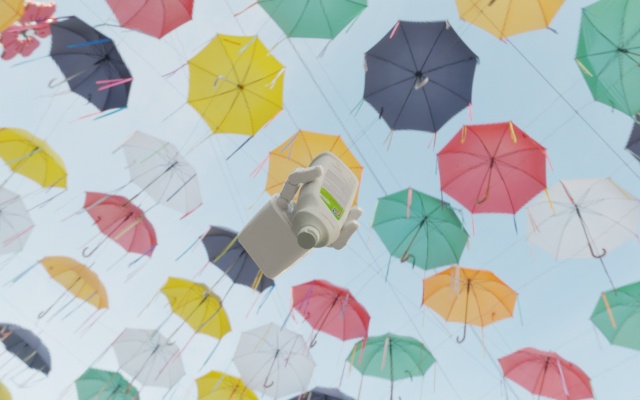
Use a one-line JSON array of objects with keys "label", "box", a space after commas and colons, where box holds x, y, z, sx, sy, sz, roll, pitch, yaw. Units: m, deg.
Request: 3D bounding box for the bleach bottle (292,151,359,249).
[{"label": "bleach bottle", "box": [0.000, 0.003, 0.796, 0.068, 0.102, 0.250, -44, 8, 26]}]
